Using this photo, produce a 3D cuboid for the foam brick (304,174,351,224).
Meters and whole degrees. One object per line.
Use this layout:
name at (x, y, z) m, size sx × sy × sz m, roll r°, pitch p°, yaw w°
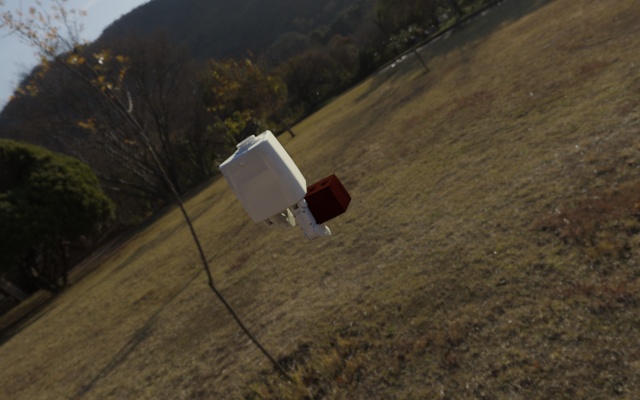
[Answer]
foam brick at (0.000, 0.002, 0.758) m, size 0.078 × 0.051 × 0.053 m, roll -26°, pitch 16°, yaw 23°
